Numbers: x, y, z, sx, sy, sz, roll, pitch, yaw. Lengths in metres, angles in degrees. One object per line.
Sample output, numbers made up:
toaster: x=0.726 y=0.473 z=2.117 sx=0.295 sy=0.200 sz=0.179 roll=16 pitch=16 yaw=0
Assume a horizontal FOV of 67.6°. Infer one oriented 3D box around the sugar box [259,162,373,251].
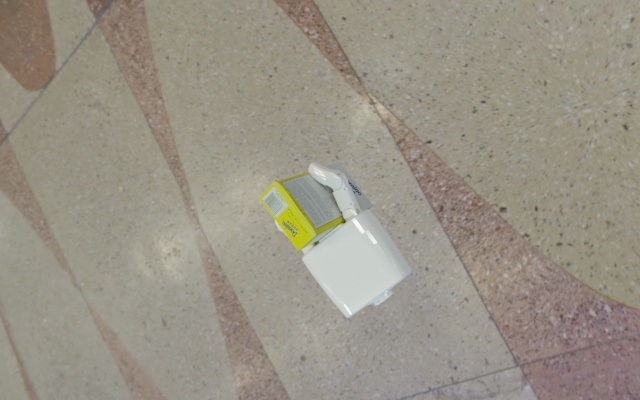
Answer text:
sugar box: x=0.000 y=0.003 z=0.694 sx=0.048 sy=0.093 sz=0.176 roll=-43 pitch=-12 yaw=29
